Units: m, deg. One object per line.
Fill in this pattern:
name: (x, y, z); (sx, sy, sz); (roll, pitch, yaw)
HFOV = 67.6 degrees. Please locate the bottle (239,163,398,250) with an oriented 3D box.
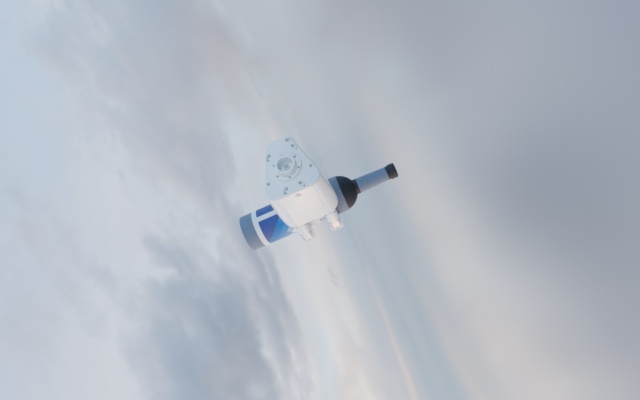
bottle: (0.000, 0.003, 0.868); (0.296, 0.069, 0.069); (-23, -2, 4)
